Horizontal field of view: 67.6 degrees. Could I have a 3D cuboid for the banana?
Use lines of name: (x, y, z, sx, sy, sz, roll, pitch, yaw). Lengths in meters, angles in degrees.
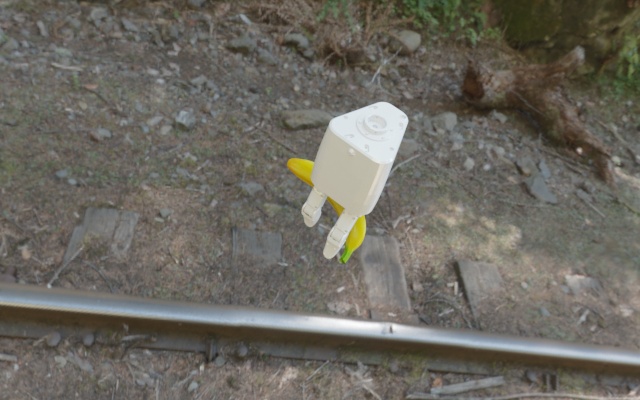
banana: (0.018, -0.001, 0.743, 0.069, 0.197, 0.037, -20, -28, -20)
